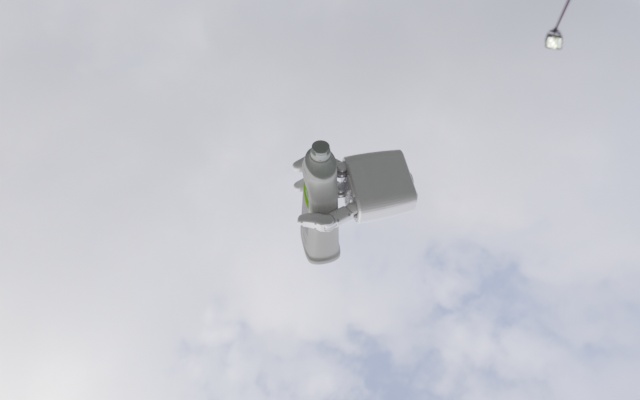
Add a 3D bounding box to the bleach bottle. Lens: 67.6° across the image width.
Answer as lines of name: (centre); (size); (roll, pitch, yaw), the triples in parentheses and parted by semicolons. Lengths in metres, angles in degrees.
bleach bottle: (0.000, 0.003, 0.821); (0.068, 0.102, 0.251); (-11, -38, -10)
